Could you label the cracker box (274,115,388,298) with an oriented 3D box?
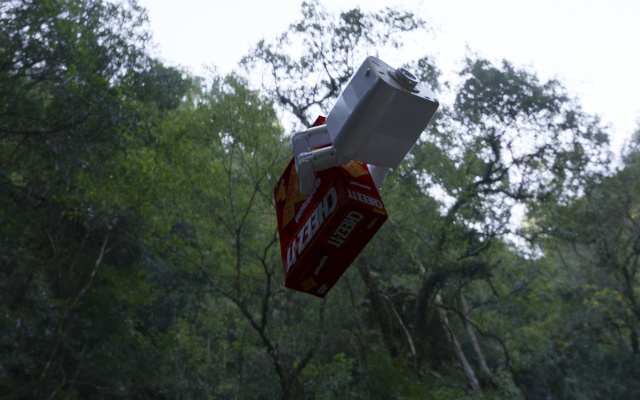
[{"bbox_3d":[0.000,0.002,0.688,0.072,0.164,0.213,19,33,-24],"label":"cracker box"}]
